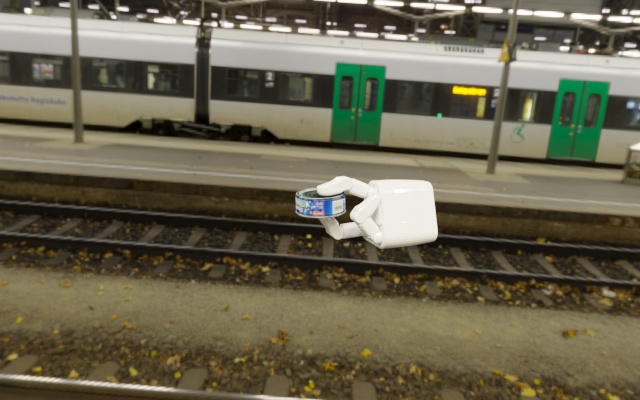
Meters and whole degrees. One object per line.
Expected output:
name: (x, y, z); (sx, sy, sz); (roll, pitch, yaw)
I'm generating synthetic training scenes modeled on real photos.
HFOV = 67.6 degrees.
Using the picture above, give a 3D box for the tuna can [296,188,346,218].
tuna can: (0.000, 0.002, 0.812); (0.086, 0.034, 0.086); (-1, 14, 0)
